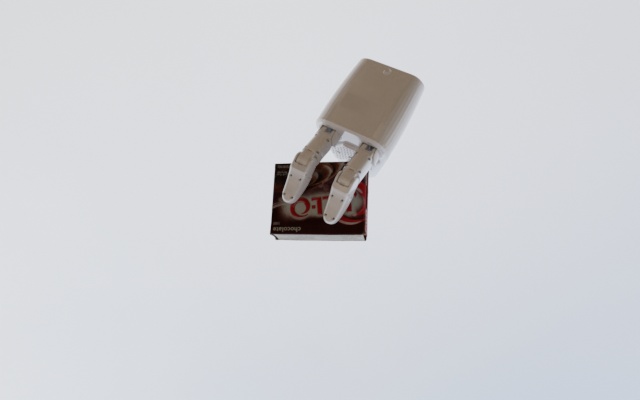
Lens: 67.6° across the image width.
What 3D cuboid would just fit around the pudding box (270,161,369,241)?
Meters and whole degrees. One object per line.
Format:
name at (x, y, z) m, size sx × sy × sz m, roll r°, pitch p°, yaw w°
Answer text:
pudding box at (0.000, 0.002, 0.568) m, size 0.113 × 0.090 × 0.039 m, roll -2°, pitch -20°, yaw 11°
